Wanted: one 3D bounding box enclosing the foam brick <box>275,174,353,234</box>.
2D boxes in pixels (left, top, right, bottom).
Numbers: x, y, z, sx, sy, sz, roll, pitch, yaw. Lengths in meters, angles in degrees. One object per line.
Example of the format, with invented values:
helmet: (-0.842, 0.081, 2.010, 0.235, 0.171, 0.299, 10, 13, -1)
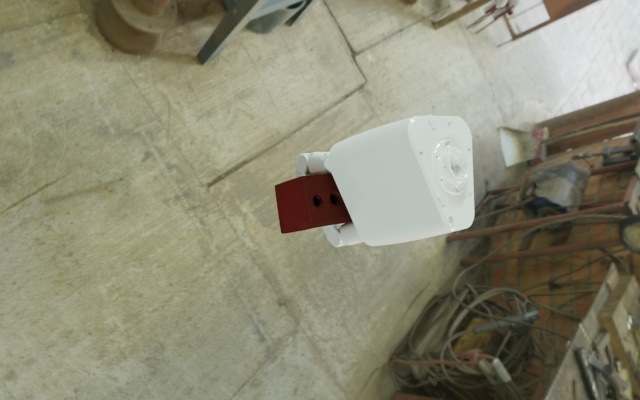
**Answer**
foam brick: (0.000, 0.002, 0.497, 0.078, 0.053, 0.051, -8, -3, -39)
